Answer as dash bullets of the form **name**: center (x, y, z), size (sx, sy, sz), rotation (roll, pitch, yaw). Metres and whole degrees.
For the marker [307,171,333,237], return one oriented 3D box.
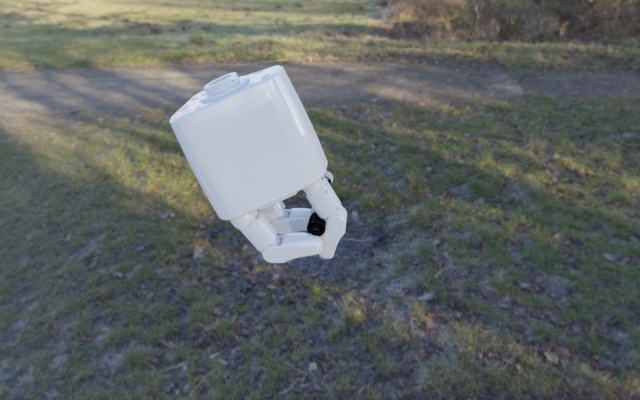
- **marker**: center (0.000, 0.002, 0.521), size (0.020, 0.020, 0.121), rotation (0, 30, 6)
